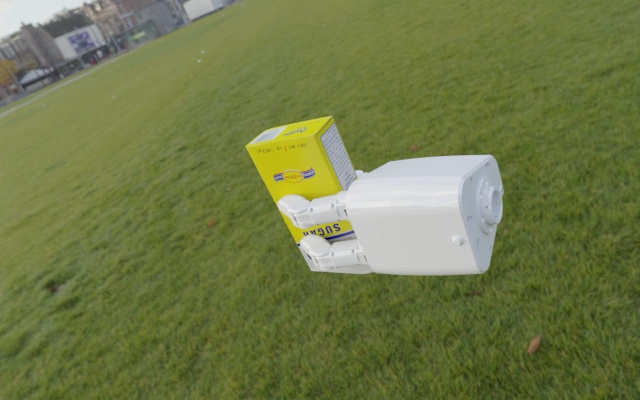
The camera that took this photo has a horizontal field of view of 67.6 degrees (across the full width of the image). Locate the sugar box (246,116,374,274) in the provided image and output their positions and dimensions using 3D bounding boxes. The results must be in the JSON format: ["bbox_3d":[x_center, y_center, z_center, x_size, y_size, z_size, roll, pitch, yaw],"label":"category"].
[{"bbox_3d":[0.000,0.002,0.515,0.093,0.176,0.048,-4,32,37],"label":"sugar box"}]
